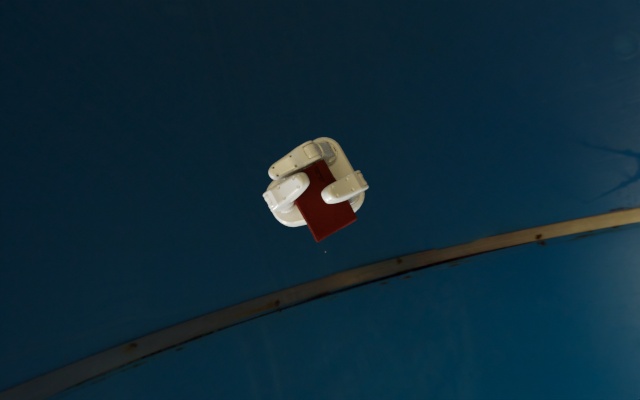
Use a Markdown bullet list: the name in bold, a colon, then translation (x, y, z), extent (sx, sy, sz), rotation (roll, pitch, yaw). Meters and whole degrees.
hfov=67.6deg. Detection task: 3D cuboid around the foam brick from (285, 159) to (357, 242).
- **foam brick**: translation (0.000, 0.002, 0.539), extent (0.053, 0.078, 0.051), rotation (-29, -6, -3)
